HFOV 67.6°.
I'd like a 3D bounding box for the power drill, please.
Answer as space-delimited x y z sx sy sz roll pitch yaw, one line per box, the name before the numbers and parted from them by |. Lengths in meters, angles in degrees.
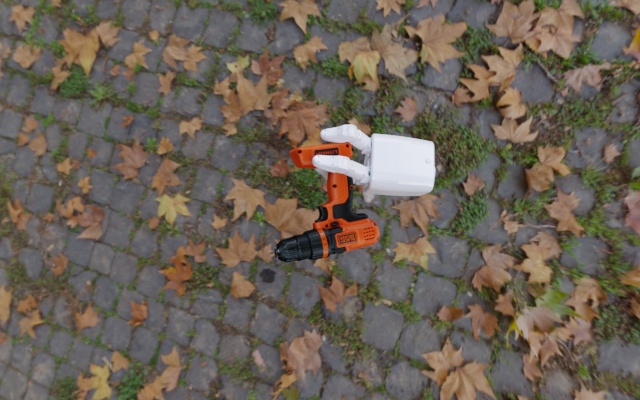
power drill | 0.000 0.002 0.801 0.184 0.187 0.057 -10 3 -21
